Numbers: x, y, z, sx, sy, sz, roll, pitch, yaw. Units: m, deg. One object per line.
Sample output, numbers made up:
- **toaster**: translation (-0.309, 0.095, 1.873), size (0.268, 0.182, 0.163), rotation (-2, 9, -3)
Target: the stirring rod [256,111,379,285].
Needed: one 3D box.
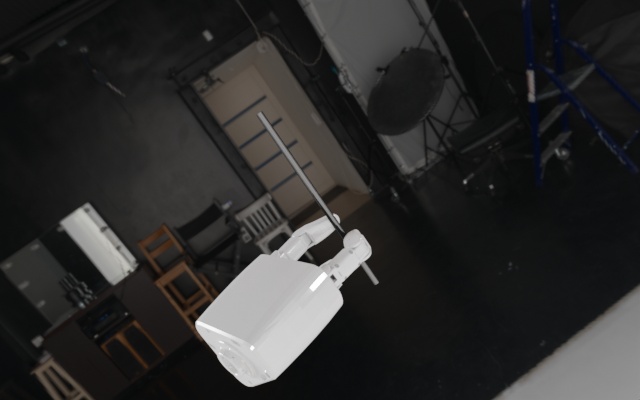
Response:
- **stirring rod**: translation (0.000, 0.002, 0.544), size (0.011, 0.239, 0.011), rotation (-33, 13, 8)
